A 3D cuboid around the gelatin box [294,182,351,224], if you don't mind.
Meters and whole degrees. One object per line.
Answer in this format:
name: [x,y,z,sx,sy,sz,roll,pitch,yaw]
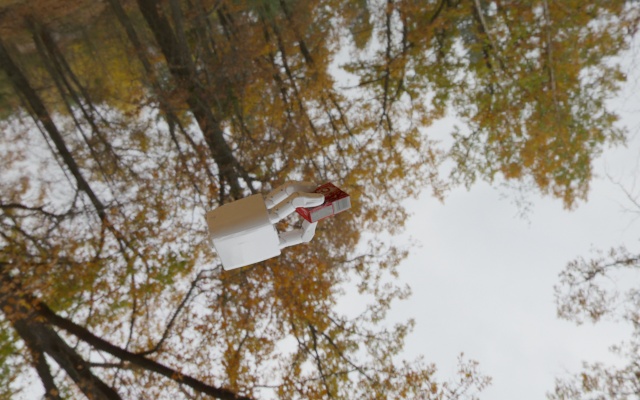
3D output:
gelatin box: [0.001,0.003,0.879,0.089,0.030,0.073,-21,30,-21]
